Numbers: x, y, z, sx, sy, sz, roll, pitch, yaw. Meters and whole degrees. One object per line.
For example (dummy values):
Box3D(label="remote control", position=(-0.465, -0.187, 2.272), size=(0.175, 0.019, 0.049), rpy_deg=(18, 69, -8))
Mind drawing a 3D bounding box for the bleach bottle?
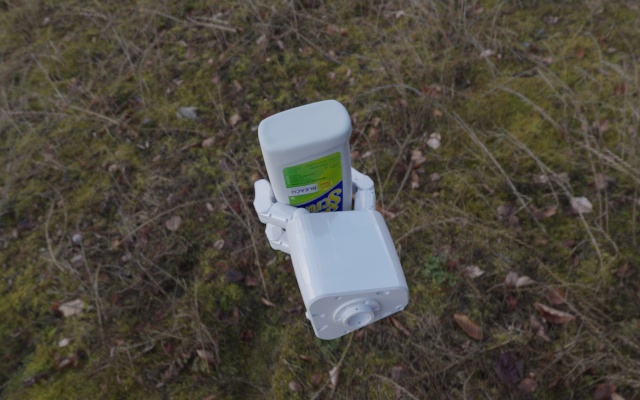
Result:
Box3D(label="bleach bottle", position=(0.000, 0.002, 0.593), size=(0.102, 0.068, 0.251), rpy_deg=(-15, -43, -1))
